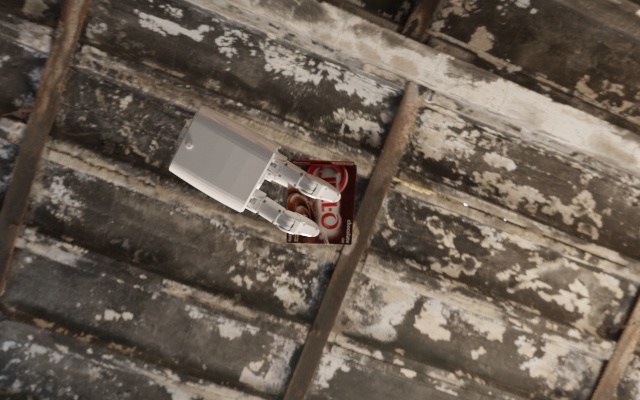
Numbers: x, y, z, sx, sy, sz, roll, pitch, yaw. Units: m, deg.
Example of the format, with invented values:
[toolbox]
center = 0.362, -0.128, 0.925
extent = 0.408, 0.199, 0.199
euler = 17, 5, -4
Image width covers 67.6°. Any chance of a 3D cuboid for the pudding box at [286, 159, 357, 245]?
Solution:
[pudding box]
center = 0.000, 0.002, 0.643
extent = 0.090, 0.113, 0.039
euler = 2, 18, -2
